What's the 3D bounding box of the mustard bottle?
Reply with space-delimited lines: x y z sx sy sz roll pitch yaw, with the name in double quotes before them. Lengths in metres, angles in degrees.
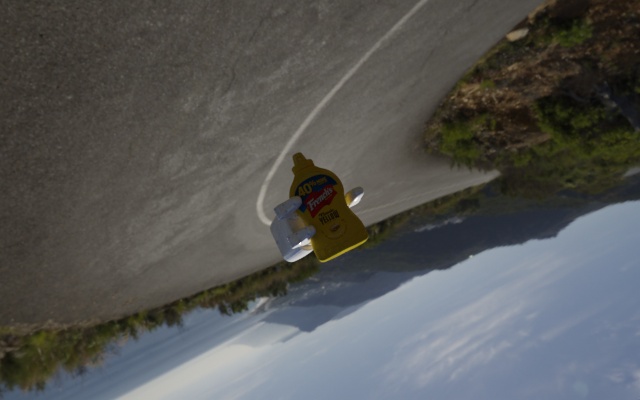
"mustard bottle" 0.000 0.003 0.829 0.096 0.191 0.058 -26 -10 -3
